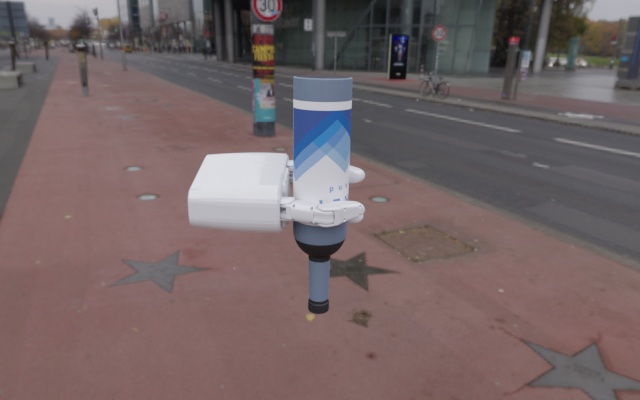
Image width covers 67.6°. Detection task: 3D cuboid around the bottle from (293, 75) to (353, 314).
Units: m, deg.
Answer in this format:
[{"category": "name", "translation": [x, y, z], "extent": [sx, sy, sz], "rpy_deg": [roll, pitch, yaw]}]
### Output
[{"category": "bottle", "translation": [0.000, 0.002, 0.579], "extent": [0.069, 0.296, 0.069], "rpy_deg": [1, 18, 0]}]
